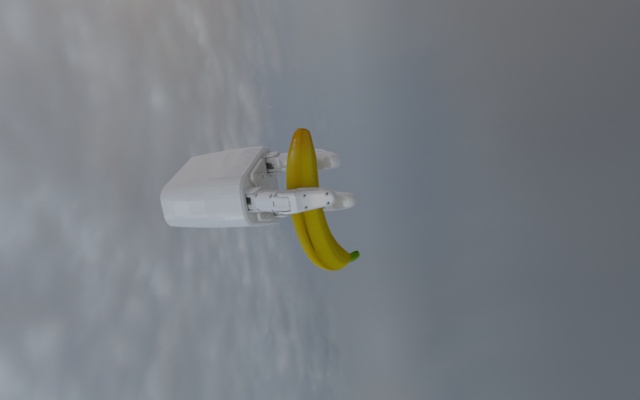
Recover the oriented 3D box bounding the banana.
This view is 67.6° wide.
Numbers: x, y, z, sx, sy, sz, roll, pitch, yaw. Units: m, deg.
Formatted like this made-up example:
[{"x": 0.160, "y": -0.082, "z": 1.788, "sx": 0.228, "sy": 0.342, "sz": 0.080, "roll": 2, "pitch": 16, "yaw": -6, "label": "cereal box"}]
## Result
[{"x": -0.005, "y": 0.016, "z": 0.545, "sx": 0.037, "sy": 0.198, "sz": 0.069, "roll": -1, "pitch": 39, "yaw": 28, "label": "banana"}]
